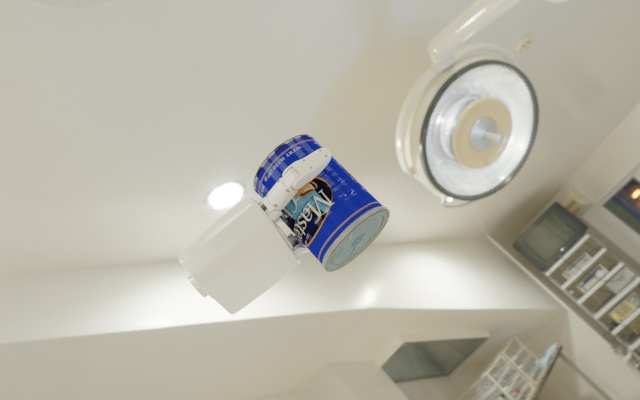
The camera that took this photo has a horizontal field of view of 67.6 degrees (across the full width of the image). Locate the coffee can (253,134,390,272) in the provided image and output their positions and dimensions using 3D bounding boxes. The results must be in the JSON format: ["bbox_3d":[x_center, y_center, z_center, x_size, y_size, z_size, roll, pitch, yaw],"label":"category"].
[{"bbox_3d":[0.000,0.002,0.588,0.140,0.103,0.103,46,21,22],"label":"coffee can"}]
